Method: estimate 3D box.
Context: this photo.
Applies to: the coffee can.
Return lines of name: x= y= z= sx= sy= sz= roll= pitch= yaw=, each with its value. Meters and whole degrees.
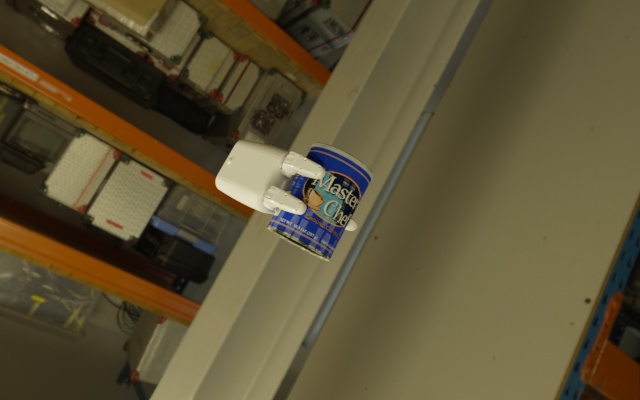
coffee can: x=0.000 y=0.002 z=0.692 sx=0.103 sy=0.140 sz=0.103 roll=28 pitch=-10 yaw=5
